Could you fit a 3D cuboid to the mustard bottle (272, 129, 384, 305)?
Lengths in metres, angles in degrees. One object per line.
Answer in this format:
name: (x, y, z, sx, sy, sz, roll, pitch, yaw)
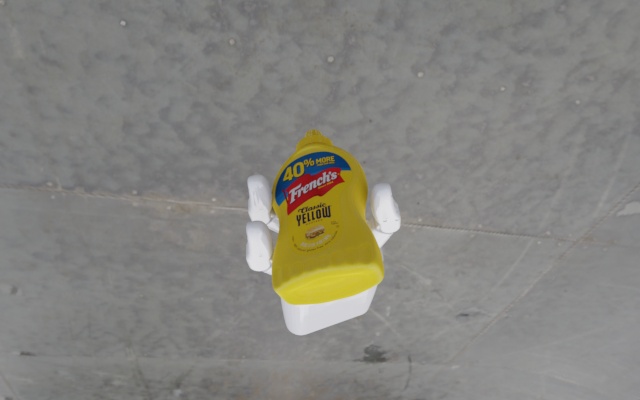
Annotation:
mustard bottle: (0.000, 0.002, 0.466, 0.096, 0.191, 0.058, -18, -41, 14)
